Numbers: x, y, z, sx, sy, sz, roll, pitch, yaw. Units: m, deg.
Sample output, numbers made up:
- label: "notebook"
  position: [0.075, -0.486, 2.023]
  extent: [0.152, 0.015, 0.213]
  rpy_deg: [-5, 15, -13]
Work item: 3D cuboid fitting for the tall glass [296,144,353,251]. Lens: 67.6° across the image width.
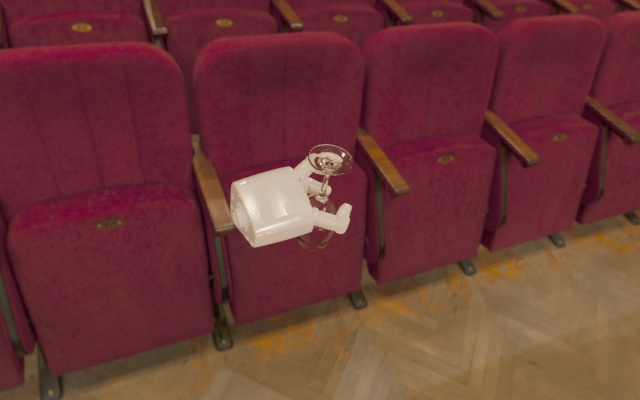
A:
- label: "tall glass"
  position: [0.000, 0.002, 0.839]
  extent: [0.079, 0.079, 0.201]
  rpy_deg: [0, -44, -13]
